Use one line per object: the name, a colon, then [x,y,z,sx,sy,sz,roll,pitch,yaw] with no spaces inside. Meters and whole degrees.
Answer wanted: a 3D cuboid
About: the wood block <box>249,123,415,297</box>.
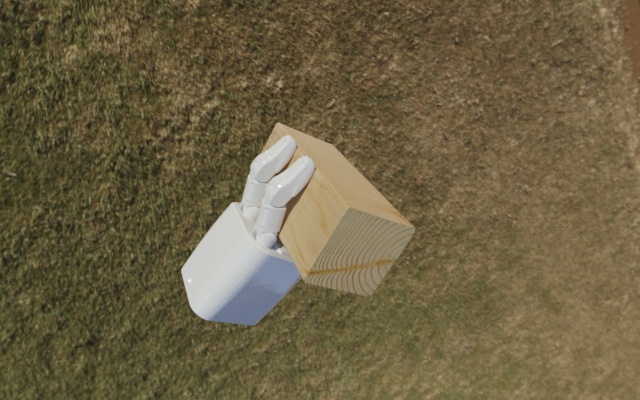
wood block: [0.000,0.002,0.538,0.091,0.090,0.206,19,20,-34]
